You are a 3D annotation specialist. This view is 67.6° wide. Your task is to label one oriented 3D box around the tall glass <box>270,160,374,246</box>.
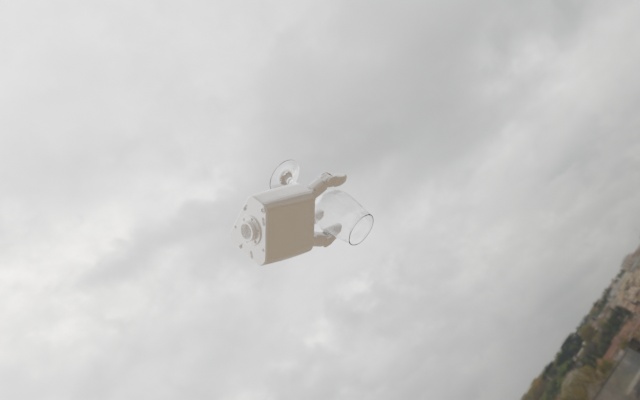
[{"bbox_3d":[0.000,0.002,0.857,0.201,0.079,0.079,34,20,32],"label":"tall glass"}]
